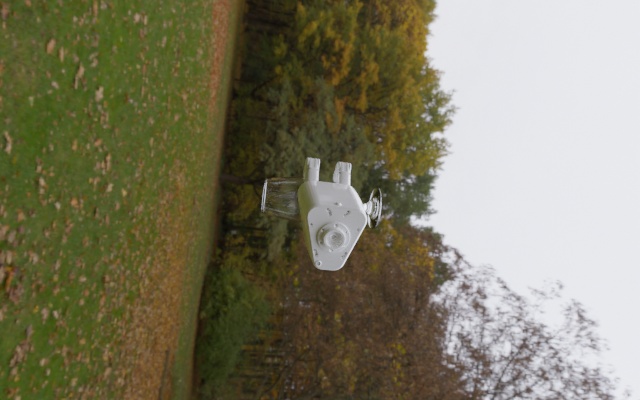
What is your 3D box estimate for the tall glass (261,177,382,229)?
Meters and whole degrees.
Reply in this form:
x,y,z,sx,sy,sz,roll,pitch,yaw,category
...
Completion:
x,y,z,sx,sy,sz,roll,pitch,yaw,category
0.001,0.003,0.835,0.201,0.079,0.079,7,-1,-10,tall glass
